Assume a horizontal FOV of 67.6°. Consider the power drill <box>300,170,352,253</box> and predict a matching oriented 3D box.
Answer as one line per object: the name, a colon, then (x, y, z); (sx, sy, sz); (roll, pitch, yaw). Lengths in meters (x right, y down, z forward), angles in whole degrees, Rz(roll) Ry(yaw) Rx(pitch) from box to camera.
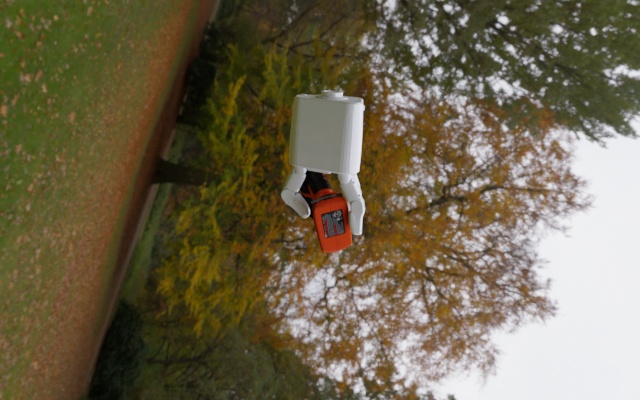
power drill: (0.000, 0.003, 0.832); (0.057, 0.185, 0.187); (-17, 38, -6)
